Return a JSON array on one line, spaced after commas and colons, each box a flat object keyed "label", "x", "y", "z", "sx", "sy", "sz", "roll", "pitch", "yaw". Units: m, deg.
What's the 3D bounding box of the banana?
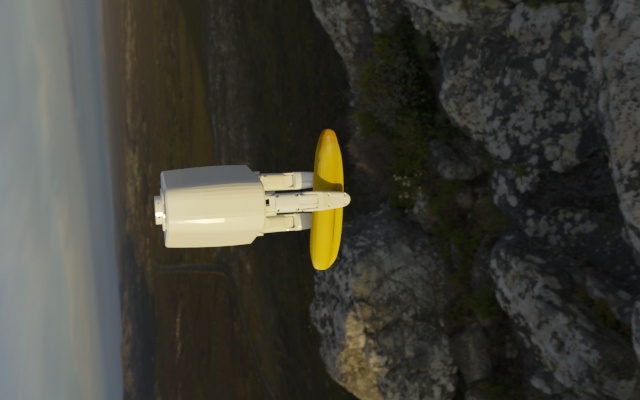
[{"label": "banana", "x": 0.005, "y": 0.013, "z": 0.600, "sx": 0.037, "sy": 0.198, "sz": 0.069, "roll": -3, "pitch": 26, "yaw": -15}]
